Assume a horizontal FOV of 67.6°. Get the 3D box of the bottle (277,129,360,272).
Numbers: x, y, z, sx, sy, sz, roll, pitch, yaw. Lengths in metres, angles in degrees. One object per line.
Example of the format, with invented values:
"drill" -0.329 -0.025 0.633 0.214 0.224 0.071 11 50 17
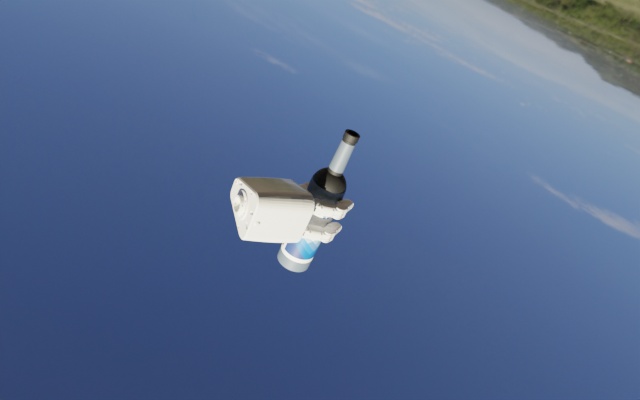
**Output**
"bottle" 0.000 0.003 0.876 0.069 0.296 0.069 19 30 -11
